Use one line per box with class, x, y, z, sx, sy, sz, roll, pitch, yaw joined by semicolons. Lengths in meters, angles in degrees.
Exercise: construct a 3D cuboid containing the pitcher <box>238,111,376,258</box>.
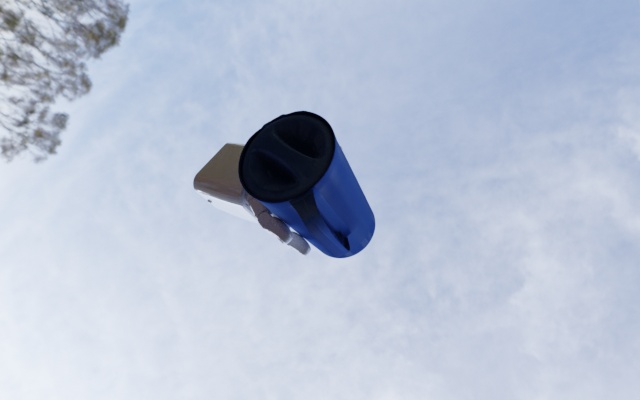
pitcher;0.000;0.002;0.680;0.145;0.149;0.243;13;-21;29
